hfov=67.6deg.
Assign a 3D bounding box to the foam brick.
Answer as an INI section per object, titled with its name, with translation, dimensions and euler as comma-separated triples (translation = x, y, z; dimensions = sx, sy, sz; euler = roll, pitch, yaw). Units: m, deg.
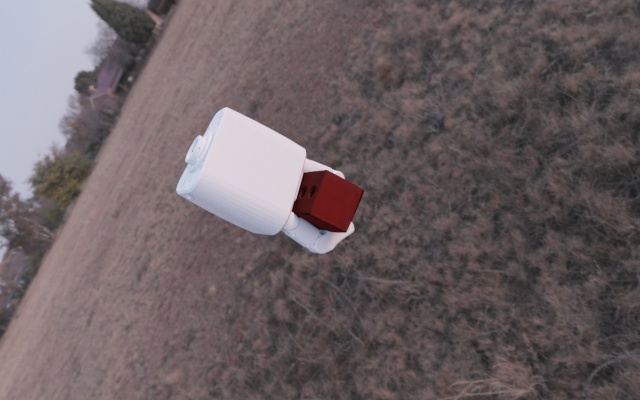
[foam brick]
translation = 0.000, 0.002, 0.535
dimensions = 0.051, 0.053, 0.078
euler = 29, -14, -25
